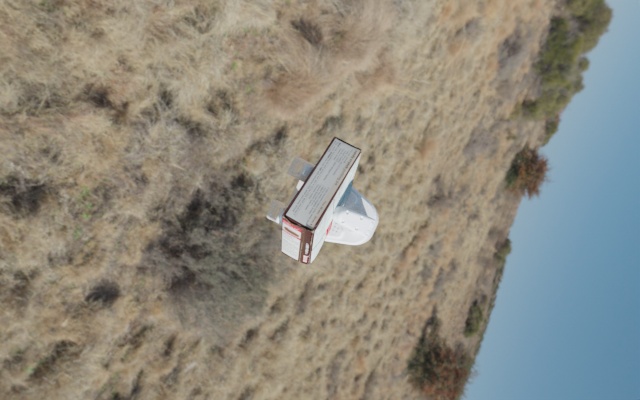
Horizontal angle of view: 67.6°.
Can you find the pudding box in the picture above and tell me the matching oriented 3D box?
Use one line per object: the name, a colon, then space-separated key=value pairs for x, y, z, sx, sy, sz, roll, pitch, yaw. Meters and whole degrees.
pudding box: x=0.000 y=0.002 z=0.510 sx=0.039 sy=0.113 sz=0.090 roll=25 pitch=-28 yaw=9
